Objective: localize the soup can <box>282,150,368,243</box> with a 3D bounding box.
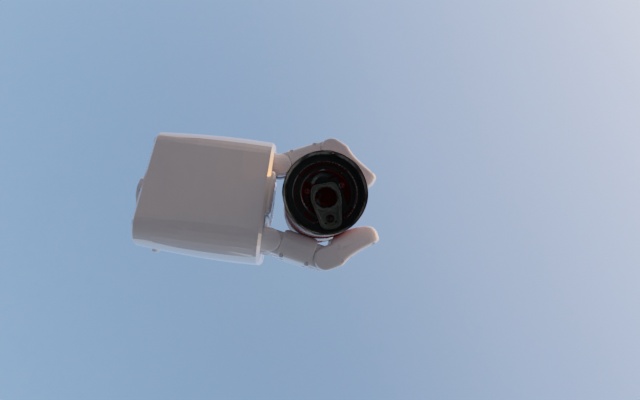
[{"bbox_3d":[0.001,0.001,0.422,0.068,0.068,0.102,0,-9,-4],"label":"soup can"}]
